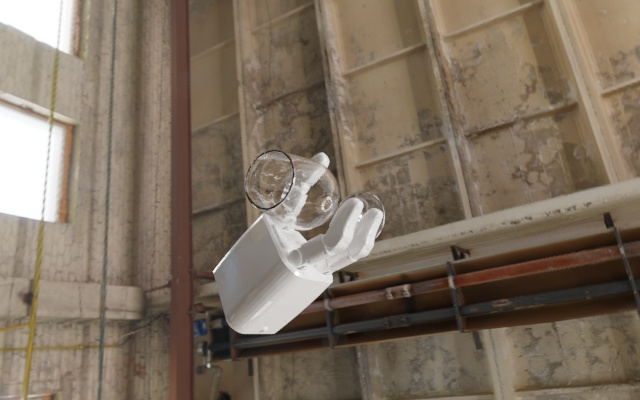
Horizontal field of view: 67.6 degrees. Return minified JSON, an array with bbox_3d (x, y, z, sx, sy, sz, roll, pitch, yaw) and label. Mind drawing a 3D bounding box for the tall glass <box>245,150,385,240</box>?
[{"bbox_3d":[0.001,0.002,0.554,0.079,0.079,0.201,0,-14,32],"label":"tall glass"}]
